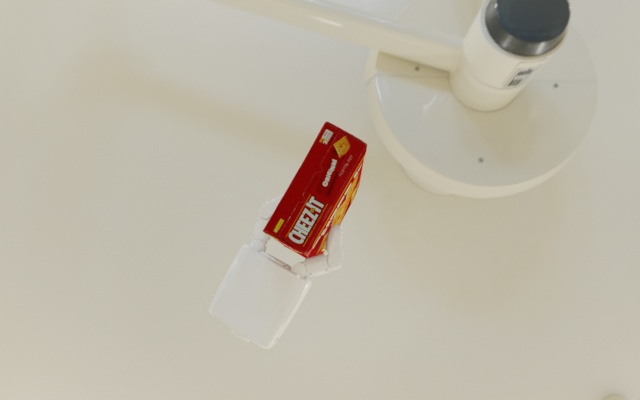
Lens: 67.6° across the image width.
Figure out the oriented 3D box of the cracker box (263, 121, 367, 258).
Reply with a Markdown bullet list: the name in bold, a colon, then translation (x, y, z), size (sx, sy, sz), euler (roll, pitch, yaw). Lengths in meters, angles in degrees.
- **cracker box**: translation (0.000, 0.002, 0.695), size (0.072, 0.164, 0.214), euler (28, -8, 7)
